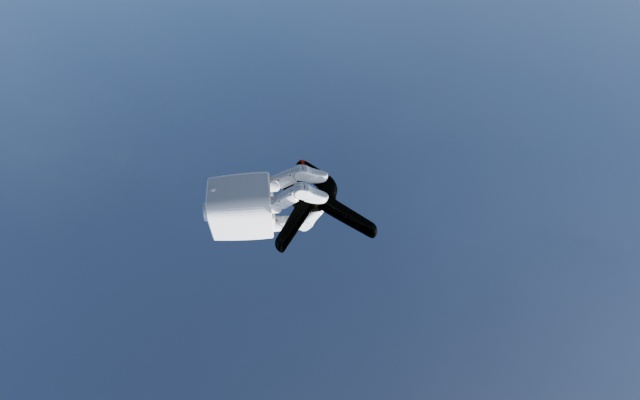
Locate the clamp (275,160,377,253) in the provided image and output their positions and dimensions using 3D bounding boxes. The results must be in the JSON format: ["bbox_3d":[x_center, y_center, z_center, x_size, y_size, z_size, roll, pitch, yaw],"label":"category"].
[{"bbox_3d":[0.000,0.003,0.815,0.164,0.036,0.209,-3,42,-7],"label":"clamp"}]
